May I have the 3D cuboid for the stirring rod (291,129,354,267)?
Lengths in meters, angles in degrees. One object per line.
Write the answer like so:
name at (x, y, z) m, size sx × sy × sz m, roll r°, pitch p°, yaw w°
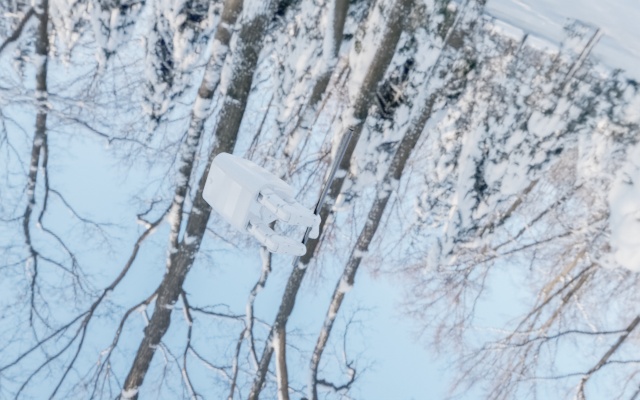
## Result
stirring rod at (0.000, 0.002, 0.719) m, size 0.011 × 0.240 × 0.011 m, roll 19°, pitch 24°, yaw -9°
